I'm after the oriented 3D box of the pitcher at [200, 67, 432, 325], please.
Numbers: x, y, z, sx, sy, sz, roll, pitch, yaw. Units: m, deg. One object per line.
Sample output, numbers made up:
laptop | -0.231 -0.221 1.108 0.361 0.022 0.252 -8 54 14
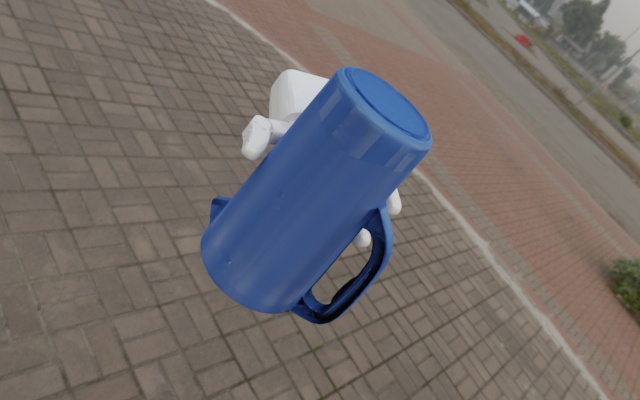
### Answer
pitcher | 0.000 0.001 0.473 0.149 0.145 0.243 24 -56 -26
